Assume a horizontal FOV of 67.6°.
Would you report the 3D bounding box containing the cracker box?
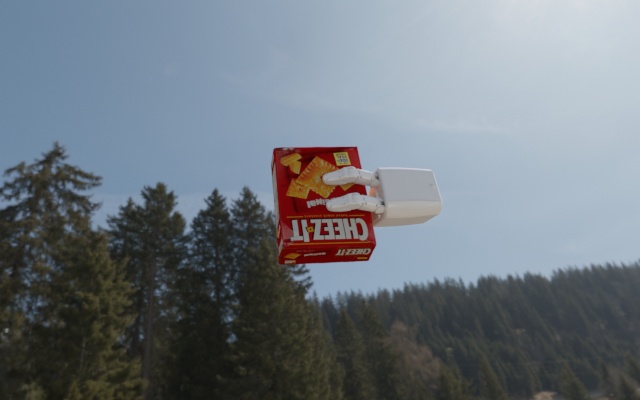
[{"bbox_3d":[0.000,0.003,0.864,0.164,0.213,0.072,-1,-32,-11],"label":"cracker box"}]
